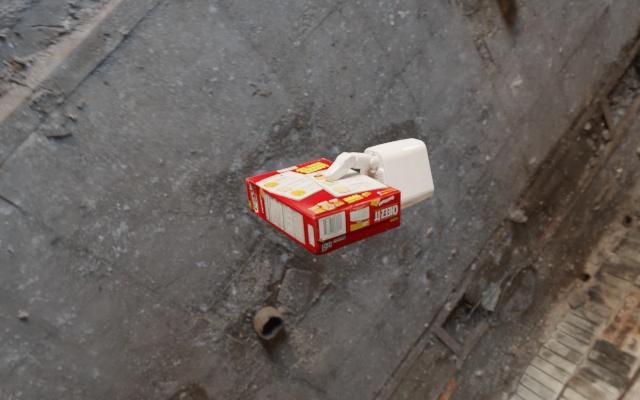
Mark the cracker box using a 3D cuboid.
[{"bbox_3d":[0.000,0.002,0.783,0.164,0.072,0.213,-17,26,-30],"label":"cracker box"}]
